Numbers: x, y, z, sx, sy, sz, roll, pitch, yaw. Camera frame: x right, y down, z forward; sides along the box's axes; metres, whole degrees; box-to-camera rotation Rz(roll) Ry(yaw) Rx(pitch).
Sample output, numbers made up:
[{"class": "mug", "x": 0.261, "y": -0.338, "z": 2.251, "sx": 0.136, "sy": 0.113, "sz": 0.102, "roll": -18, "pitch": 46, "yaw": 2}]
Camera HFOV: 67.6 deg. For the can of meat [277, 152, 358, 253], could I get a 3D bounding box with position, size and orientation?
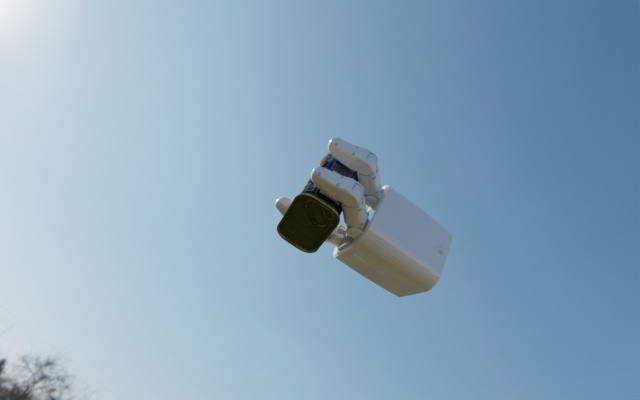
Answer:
[{"class": "can of meat", "x": 0.000, "y": 0.002, "z": 0.578, "sx": 0.057, "sy": 0.084, "sz": 0.102, "roll": 33, "pitch": -39, "yaw": -2}]
